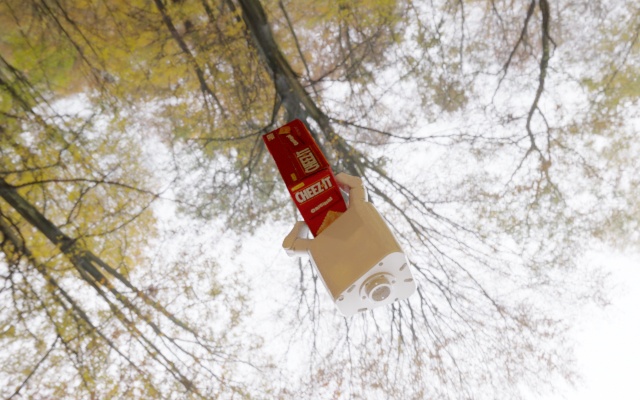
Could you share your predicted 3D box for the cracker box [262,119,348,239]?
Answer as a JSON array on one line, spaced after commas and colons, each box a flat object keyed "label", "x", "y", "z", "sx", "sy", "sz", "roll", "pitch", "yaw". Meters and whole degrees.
[{"label": "cracker box", "x": 0.000, "y": 0.003, "z": 0.735, "sx": 0.072, "sy": 0.214, "sz": 0.164, "roll": -28, "pitch": 37, "yaw": -2}]
